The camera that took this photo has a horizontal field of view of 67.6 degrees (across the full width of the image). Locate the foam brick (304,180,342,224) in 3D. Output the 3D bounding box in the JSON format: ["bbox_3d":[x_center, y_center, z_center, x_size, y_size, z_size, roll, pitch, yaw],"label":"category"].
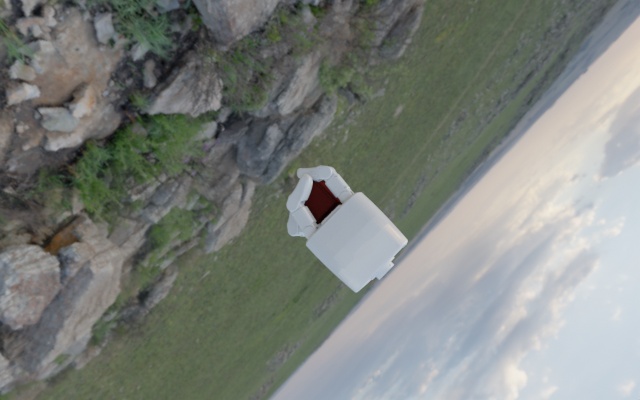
[{"bbox_3d":[0.000,0.002,0.769,0.051,0.053,0.078,46,16,12],"label":"foam brick"}]
